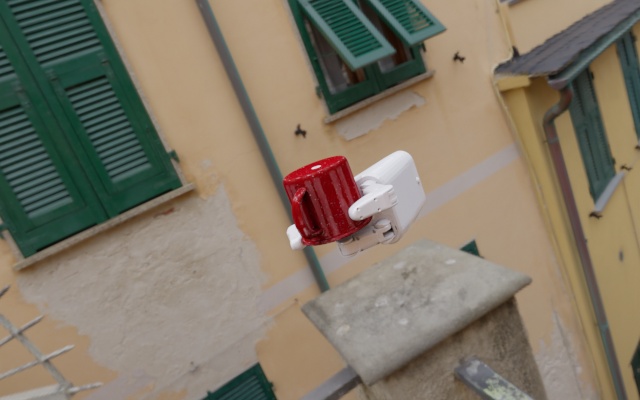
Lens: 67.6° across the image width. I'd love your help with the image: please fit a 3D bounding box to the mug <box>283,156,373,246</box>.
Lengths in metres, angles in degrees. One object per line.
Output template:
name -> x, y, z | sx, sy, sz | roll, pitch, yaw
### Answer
mug -> -0.001, 0.002, 0.560 | 0.093, 0.081, 0.117 | -12, 16, 34
